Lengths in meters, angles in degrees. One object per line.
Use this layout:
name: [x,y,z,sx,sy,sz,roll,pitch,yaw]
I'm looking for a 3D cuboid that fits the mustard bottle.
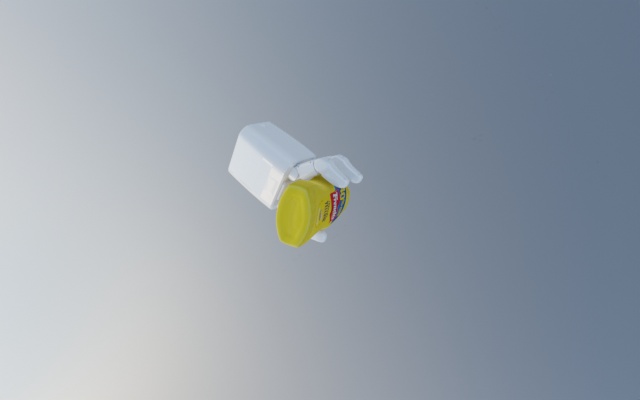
mustard bottle: [0.000,0.003,0.767,0.058,0.096,0.191,16,20,22]
